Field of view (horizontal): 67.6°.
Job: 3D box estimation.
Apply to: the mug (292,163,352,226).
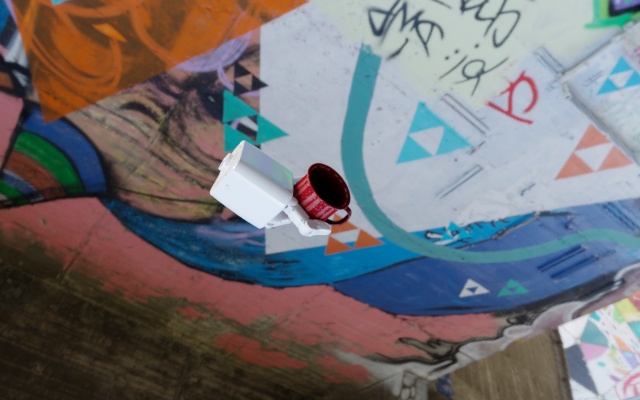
[{"bbox_3d":[0.001,0.004,0.826,0.117,0.093,0.081,36,-52,-18],"label":"mug"}]
